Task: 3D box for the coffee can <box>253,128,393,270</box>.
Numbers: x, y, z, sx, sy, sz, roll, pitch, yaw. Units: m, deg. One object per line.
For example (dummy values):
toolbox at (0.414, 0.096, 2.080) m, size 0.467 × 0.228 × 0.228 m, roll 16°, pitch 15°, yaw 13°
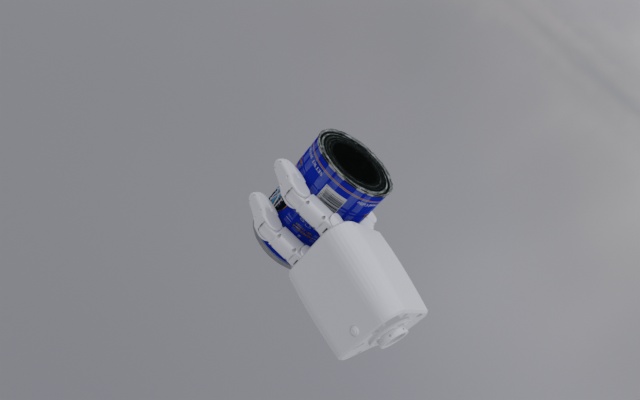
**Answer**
coffee can at (0.000, 0.002, 0.558) m, size 0.103 × 0.102 × 0.140 m, roll 0°, pitch -41°, yaw -49°
